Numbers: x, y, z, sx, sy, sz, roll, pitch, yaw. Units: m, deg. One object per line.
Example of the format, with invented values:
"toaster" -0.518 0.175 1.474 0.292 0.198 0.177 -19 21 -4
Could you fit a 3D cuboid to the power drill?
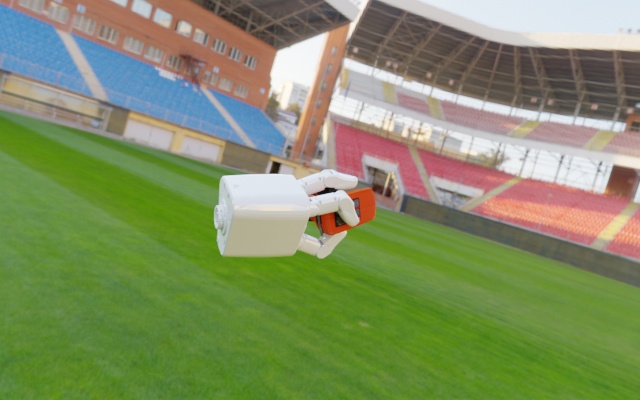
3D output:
"power drill" 0.000 0.003 0.788 0.184 0.057 0.187 -19 17 -36
